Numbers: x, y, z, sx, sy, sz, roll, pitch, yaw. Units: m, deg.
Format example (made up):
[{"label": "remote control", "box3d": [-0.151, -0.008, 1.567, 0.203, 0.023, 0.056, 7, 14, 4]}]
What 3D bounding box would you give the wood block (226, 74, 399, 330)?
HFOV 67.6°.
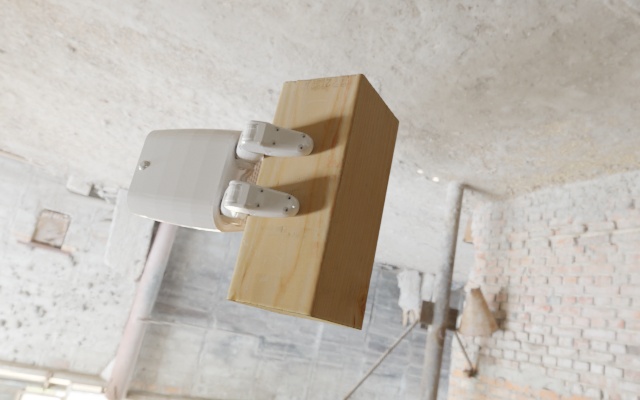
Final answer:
[{"label": "wood block", "box3d": [0.000, 0.002, 0.435, 0.090, 0.206, 0.091, 3, -18, 31]}]
